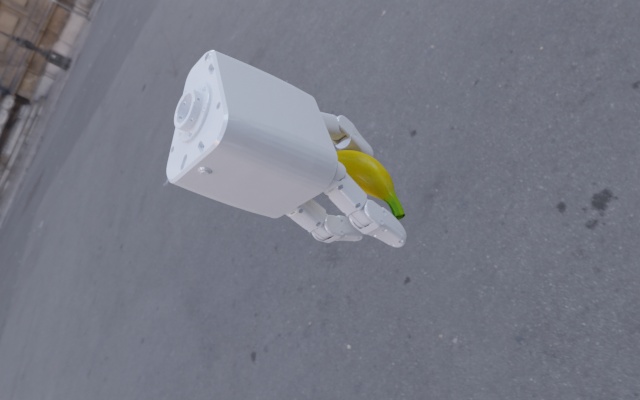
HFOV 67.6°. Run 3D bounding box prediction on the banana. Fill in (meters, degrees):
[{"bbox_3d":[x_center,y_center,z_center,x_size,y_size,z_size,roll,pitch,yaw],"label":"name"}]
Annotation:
[{"bbox_3d":[0.005,-0.017,0.503,0.037,0.069,0.198,13,-9,-40],"label":"banana"}]
